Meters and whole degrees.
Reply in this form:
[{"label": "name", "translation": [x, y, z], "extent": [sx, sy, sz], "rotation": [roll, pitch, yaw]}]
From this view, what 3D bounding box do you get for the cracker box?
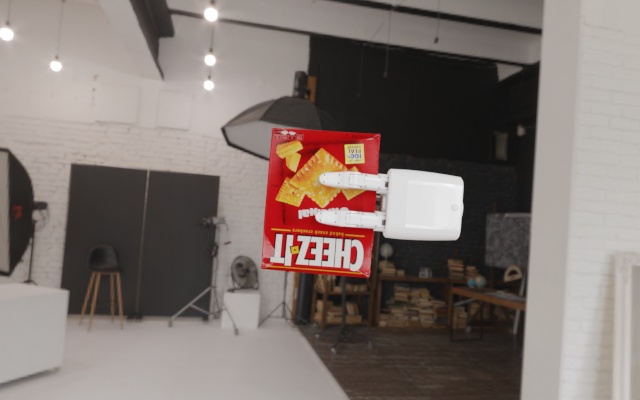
[{"label": "cracker box", "translation": [0.000, 0.002, 0.723], "extent": [0.164, 0.213, 0.072], "rotation": [4, -2, 1]}]
